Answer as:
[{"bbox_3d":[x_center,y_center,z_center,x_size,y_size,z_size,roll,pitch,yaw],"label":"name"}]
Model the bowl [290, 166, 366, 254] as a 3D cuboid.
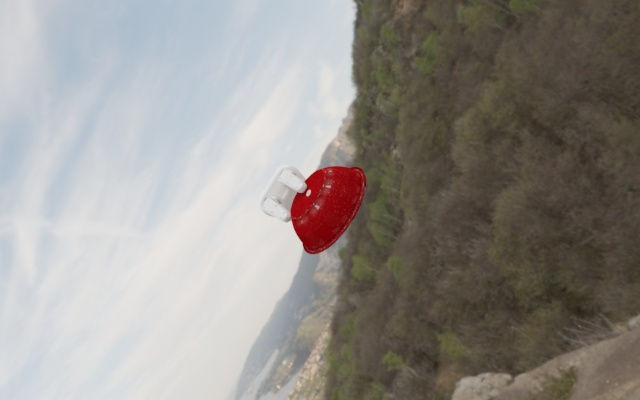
[{"bbox_3d":[0.000,0.002,0.761,0.055,0.162,0.162,32,-14,-22],"label":"bowl"}]
